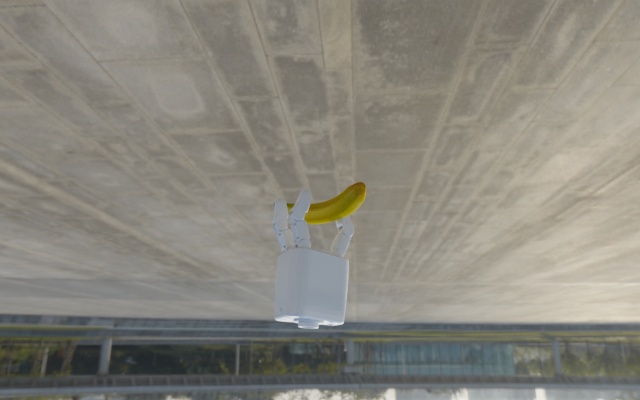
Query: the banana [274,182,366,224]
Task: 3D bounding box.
[{"bbox_3d":[0.010,0.010,0.802,0.198,0.037,0.070,-13,-32,40],"label":"banana"}]
